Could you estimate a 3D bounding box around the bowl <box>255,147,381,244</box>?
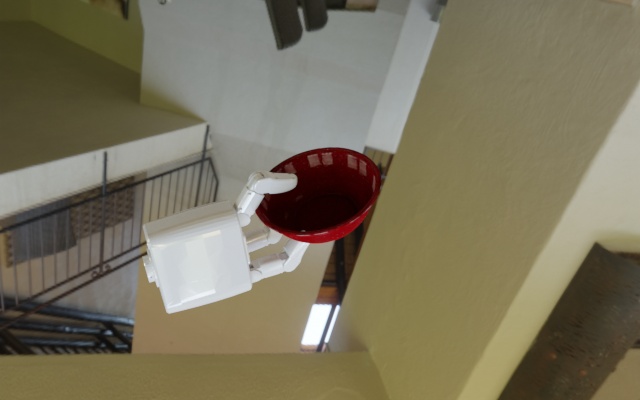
[{"bbox_3d":[0.001,0.002,0.607,0.162,0.055,0.162,-9,42,9],"label":"bowl"}]
